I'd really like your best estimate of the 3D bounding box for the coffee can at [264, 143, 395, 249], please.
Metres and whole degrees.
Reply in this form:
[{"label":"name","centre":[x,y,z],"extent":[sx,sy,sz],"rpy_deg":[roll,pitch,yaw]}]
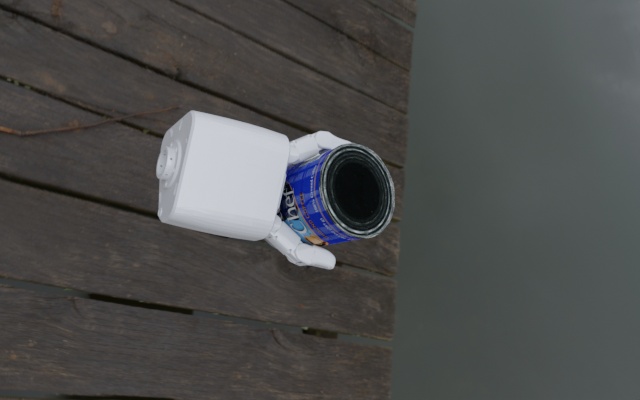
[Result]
[{"label":"coffee can","centre":[0.000,0.002,0.552],"extent":[0.103,0.103,0.140],"rpy_deg":[0,-11,-37]}]
